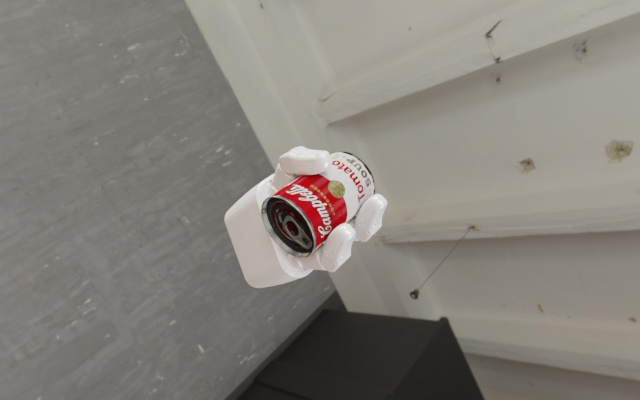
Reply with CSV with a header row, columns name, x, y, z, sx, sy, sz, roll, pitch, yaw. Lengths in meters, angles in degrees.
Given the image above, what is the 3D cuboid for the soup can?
name,x,y,z,sx,sy,sz,roll,pitch,yaw
soup can,0.000,0.001,0.480,0.068,0.068,0.102,0,29,46
